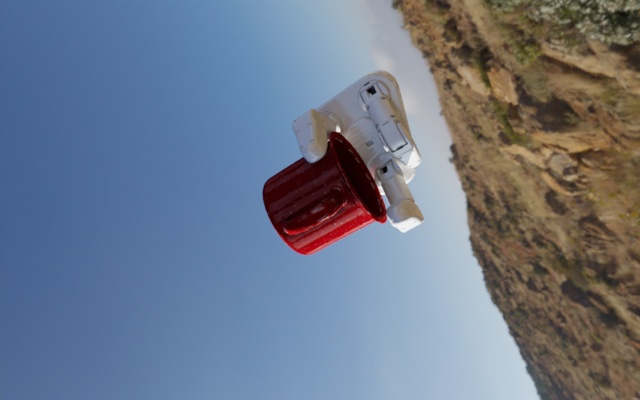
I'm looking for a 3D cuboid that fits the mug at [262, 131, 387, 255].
[{"bbox_3d":[0.000,0.002,0.421,0.081,0.093,0.117,-30,11,18],"label":"mug"}]
